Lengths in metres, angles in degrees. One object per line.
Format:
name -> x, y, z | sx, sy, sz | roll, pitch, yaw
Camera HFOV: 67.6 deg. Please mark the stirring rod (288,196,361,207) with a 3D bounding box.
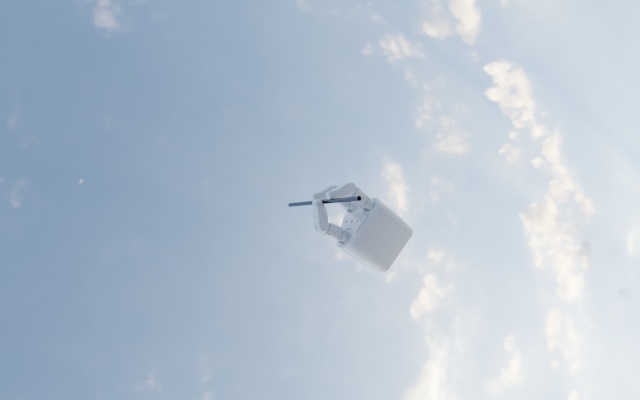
stirring rod -> 0.000, 0.003, 0.868 | 0.011, 0.011, 0.239 | 0, -3, -31
